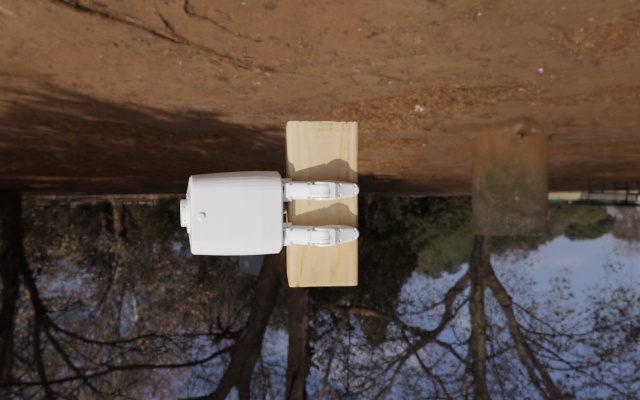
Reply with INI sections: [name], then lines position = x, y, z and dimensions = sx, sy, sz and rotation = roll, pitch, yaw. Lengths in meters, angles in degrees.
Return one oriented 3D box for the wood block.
[wood block]
position = 0.000, 0.002, 0.637
dimensions = 0.090, 0.206, 0.091
rotation = 0, 4, -6
